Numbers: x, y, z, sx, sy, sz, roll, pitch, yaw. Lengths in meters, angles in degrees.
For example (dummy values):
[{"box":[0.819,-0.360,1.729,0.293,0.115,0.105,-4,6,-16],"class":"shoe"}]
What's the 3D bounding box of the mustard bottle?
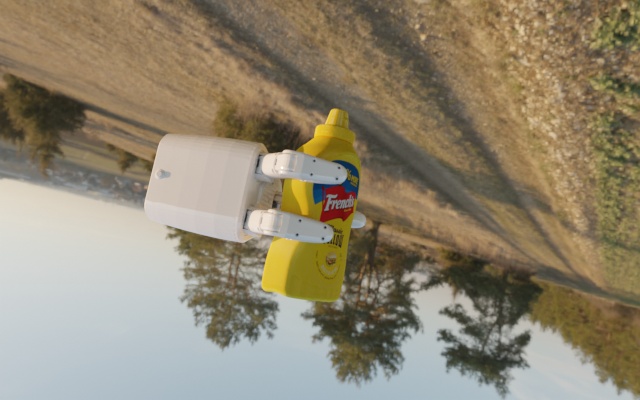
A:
[{"box":[0.000,0.002,0.480,0.058,0.191,0.096,6,-8,38],"class":"mustard bottle"}]
